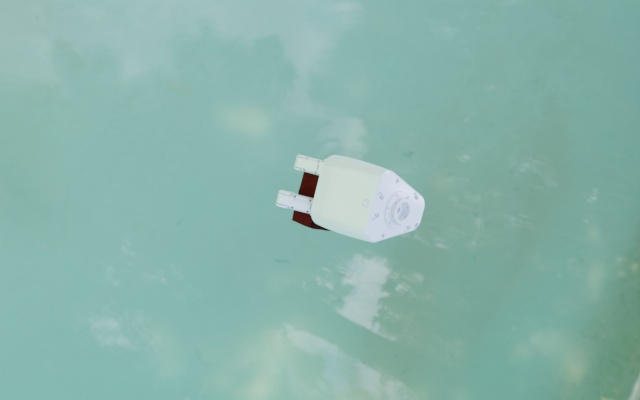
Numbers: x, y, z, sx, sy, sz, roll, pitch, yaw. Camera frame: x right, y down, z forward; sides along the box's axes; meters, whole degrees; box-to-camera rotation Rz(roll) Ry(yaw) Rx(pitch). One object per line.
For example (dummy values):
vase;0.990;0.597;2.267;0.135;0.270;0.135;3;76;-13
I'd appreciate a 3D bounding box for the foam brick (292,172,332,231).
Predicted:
foam brick;0.000;0.003;0.705;0.053;0.078;0.051;10;6;-40
